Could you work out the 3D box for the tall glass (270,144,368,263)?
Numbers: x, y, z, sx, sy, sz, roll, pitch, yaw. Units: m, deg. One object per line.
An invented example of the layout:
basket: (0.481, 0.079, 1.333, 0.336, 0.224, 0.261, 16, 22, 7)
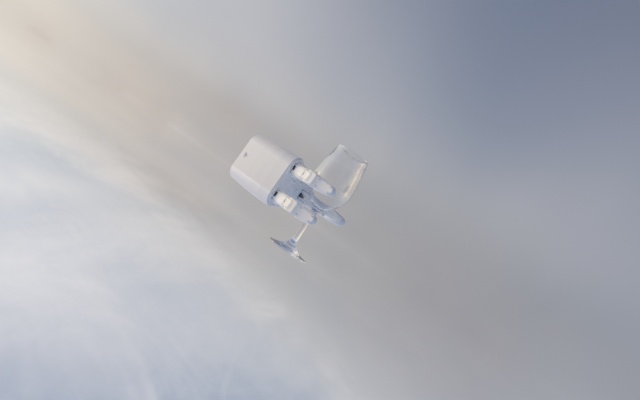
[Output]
tall glass: (0.000, 0.003, 0.813, 0.079, 0.201, 0.079, 35, -3, 2)
